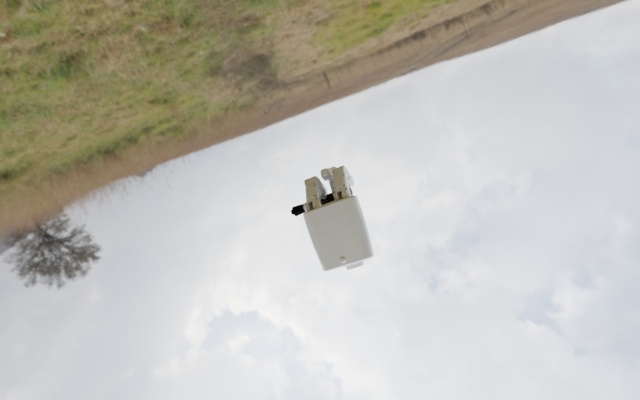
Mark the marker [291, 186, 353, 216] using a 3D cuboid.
[{"bbox_3d":[0.000,0.003,0.854,0.121,0.020,0.020,-20,-8,22],"label":"marker"}]
